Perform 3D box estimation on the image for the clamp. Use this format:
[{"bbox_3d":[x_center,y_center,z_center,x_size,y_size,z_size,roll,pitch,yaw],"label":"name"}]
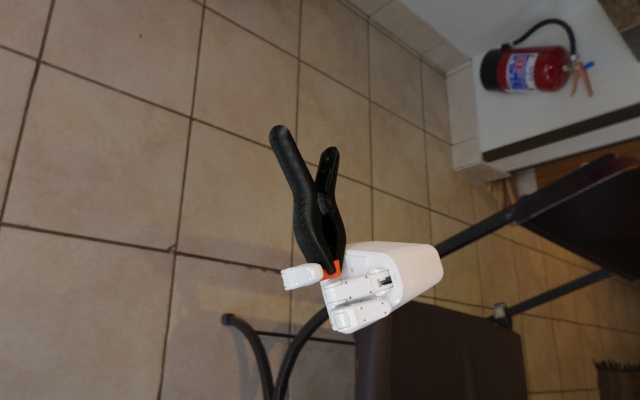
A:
[{"bbox_3d":[0.001,0.002,0.539,0.039,0.171,0.120,-16,-7,37],"label":"clamp"}]
